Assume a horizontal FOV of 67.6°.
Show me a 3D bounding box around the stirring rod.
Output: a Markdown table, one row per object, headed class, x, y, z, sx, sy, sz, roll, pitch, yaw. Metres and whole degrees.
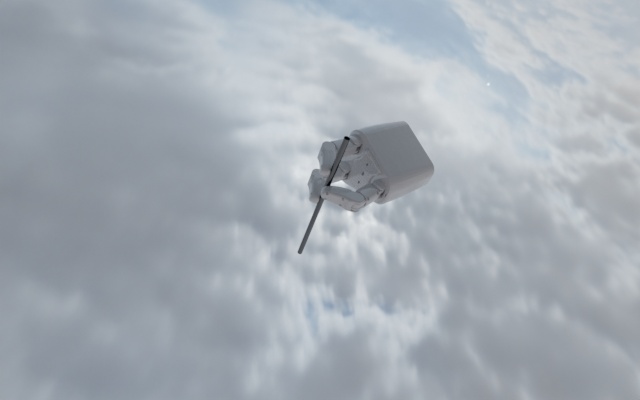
| class | x | y | z | sx | sy | sz | roll | pitch | yaw |
| --- | --- | --- | --- | --- | --- | --- | --- | --- | --- |
| stirring rod | 0.000 | 0.002 | 0.687 | 0.011 | 0.011 | 0.240 | 0 | -42 | -22 |
